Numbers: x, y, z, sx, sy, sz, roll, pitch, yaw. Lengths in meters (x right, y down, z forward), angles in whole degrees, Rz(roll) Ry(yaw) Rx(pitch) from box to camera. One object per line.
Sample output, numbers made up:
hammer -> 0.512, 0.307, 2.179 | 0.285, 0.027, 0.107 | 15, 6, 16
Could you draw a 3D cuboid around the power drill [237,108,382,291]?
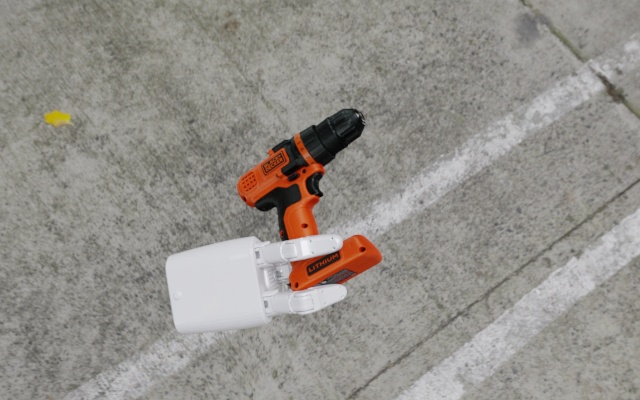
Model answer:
power drill -> 0.000, 0.002, 0.559 | 0.184, 0.187, 0.057 | -33, -30, 18
